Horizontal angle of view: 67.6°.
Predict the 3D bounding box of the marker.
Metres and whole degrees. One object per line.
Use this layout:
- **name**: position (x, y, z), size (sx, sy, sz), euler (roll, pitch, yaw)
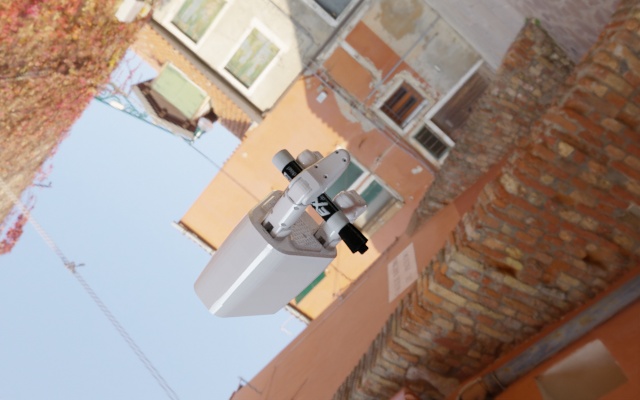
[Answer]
- **marker**: position (0.000, 0.001, 0.431), size (0.020, 0.121, 0.020), euler (-39, -15, -13)
